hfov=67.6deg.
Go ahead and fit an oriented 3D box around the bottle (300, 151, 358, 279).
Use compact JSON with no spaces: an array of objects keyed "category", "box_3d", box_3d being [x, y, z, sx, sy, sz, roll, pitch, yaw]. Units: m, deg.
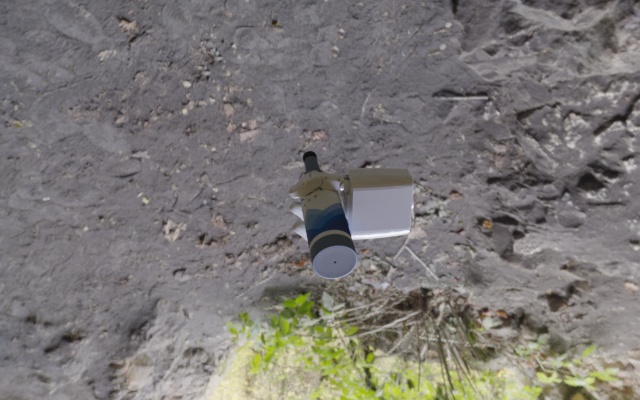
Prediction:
[{"category":"bottle","box_3d":[0.000,0.003,0.797,0.069,0.069,0.295,0,36,-10]}]
